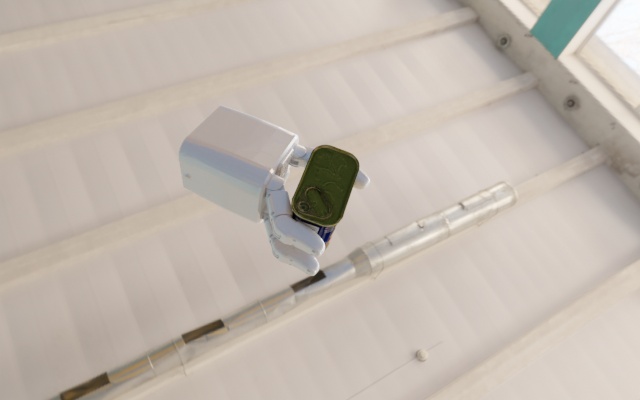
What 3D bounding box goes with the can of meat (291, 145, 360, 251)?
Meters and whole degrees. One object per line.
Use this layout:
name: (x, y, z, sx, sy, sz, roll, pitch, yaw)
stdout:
can of meat: (0.000, 0.002, 0.553, 0.057, 0.102, 0.084, 20, -32, 1)
